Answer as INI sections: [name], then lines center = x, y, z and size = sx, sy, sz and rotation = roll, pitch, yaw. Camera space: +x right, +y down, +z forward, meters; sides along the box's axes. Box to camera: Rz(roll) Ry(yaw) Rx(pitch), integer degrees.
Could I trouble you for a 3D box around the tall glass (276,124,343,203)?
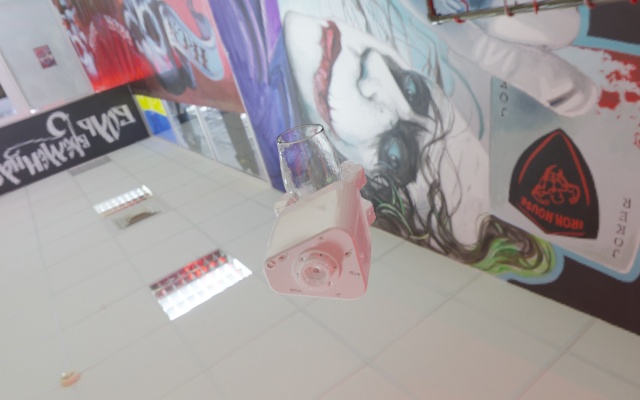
[tall glass]
center = 0.000, 0.003, 0.639
size = 0.079, 0.201, 0.079
rotation = -14, 25, 6
